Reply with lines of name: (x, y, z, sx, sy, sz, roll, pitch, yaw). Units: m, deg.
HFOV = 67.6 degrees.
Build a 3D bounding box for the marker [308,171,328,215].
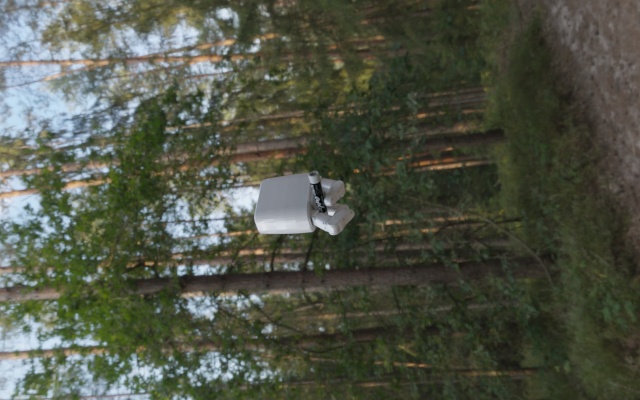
marker: (0.000, 0.003, 0.858, 0.020, 0.121, 0.020, -10, 33, 7)
